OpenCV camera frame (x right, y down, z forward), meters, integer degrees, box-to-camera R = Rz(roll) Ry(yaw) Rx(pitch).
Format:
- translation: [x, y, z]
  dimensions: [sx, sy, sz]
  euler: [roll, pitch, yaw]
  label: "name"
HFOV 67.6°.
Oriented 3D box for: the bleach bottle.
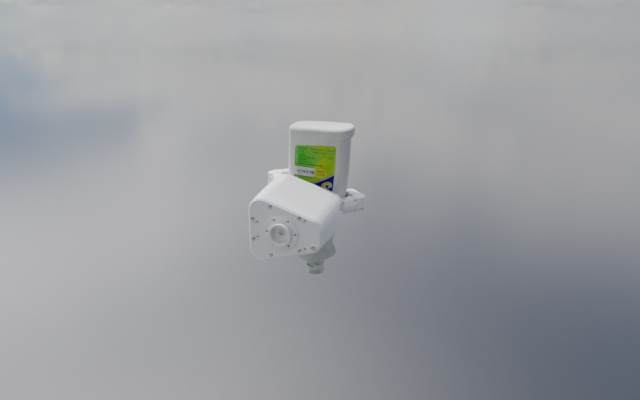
- translation: [0.000, 0.002, 0.770]
  dimensions: [0.102, 0.251, 0.068]
  euler: [6, 21, 15]
  label: "bleach bottle"
